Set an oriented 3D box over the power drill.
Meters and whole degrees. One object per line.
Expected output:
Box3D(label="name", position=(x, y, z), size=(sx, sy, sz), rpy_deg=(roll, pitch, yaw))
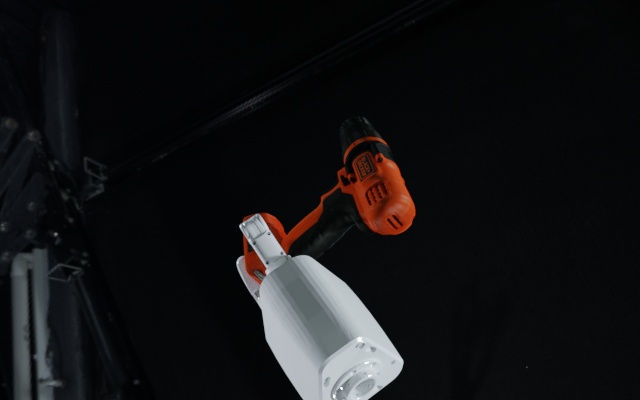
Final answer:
Box3D(label="power drill", position=(0.000, 0.002, 0.520), size=(0.188, 0.184, 0.057), rpy_deg=(-37, -56, 17))
